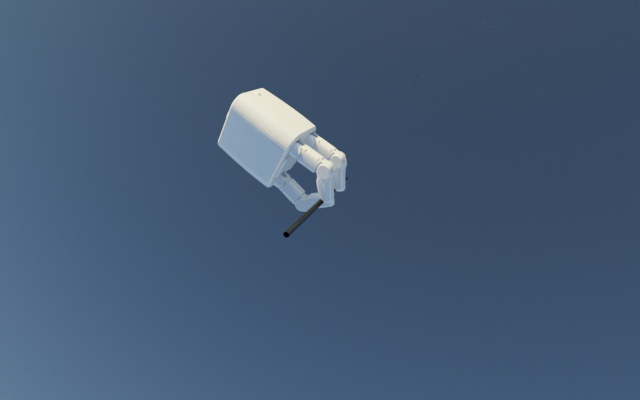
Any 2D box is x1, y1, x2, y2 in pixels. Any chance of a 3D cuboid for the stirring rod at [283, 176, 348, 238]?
[{"bbox_3d":[0.000,0.002,0.684,0.011,0.011,0.239,0,19,22],"label":"stirring rod"}]
